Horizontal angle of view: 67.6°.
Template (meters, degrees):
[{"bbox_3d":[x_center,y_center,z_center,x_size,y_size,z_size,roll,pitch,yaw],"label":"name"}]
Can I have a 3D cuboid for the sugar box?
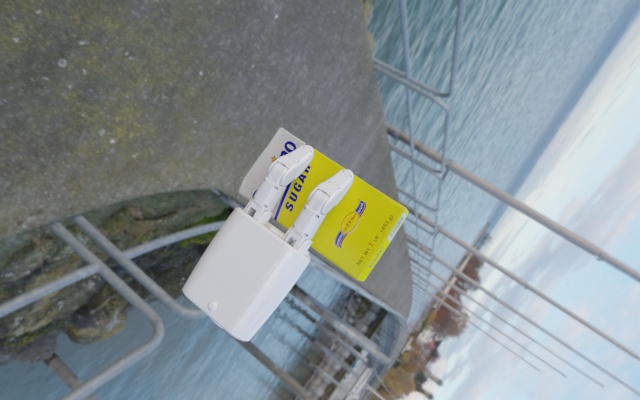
[{"bbox_3d":[0.000,0.002,0.535,0.176,0.093,0.048,34,-1,18],"label":"sugar box"}]
